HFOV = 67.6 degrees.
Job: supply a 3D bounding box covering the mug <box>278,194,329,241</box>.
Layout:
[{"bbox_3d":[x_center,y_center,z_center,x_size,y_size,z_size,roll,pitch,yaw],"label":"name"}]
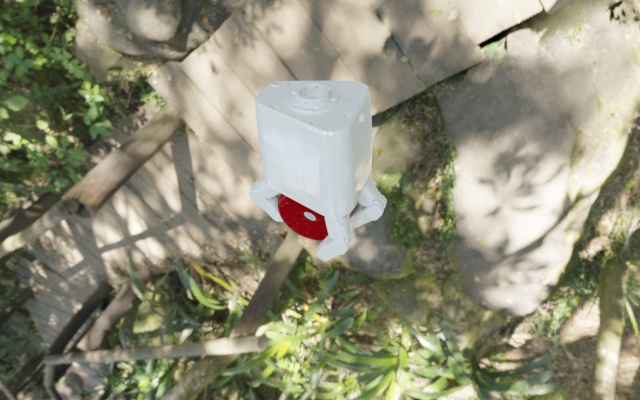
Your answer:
[{"bbox_3d":[0.000,0.003,0.586,0.093,0.117,0.081,14,47,16],"label":"mug"}]
